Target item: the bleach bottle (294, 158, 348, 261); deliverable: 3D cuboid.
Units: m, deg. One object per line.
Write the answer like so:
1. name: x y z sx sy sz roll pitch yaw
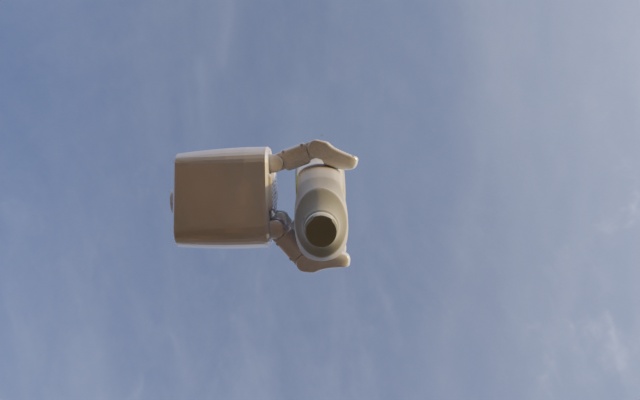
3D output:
1. bleach bottle: 0.000 0.002 0.538 0.068 0.102 0.251 -3 8 0
